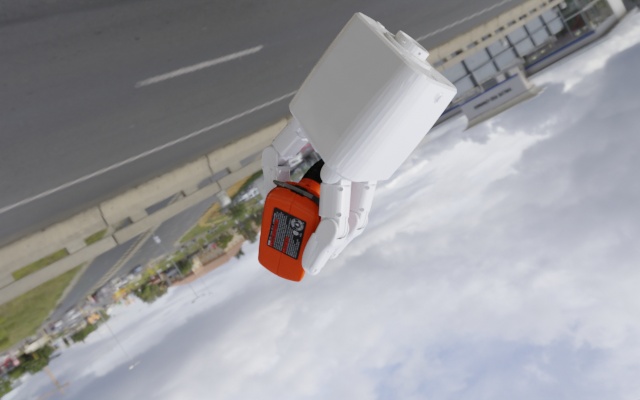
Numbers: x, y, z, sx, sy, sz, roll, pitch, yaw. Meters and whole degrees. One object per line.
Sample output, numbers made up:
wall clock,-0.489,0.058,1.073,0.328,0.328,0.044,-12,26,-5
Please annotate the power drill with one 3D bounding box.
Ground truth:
power drill,0.000,0.002,0.531,0.057,0.185,0.187,22,39,13
